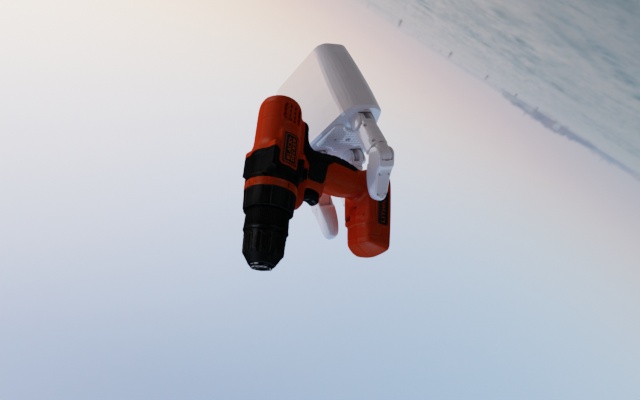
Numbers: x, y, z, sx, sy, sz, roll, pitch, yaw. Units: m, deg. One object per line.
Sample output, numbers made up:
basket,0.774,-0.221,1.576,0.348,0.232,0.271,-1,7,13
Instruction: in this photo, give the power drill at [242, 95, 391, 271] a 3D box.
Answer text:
power drill,0.000,0.002,0.510,0.057,0.184,0.188,-16,-31,40
